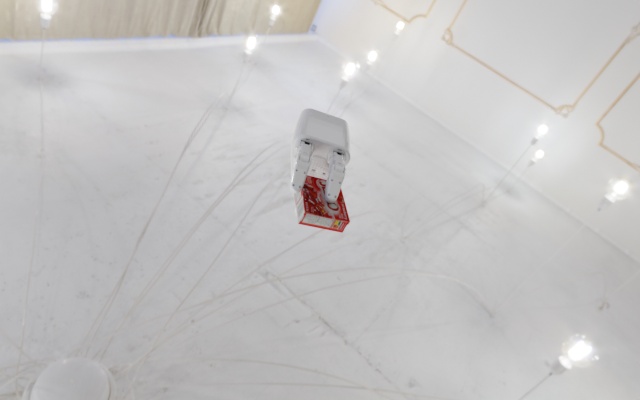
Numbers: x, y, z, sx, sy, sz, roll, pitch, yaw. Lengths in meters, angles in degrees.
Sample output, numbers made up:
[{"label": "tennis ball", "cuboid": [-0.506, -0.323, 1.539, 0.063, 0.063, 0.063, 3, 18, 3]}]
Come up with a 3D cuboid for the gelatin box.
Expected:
[{"label": "gelatin box", "cuboid": [0.000, 0.003, 0.724, 0.073, 0.030, 0.089, 13, 40, -22]}]
